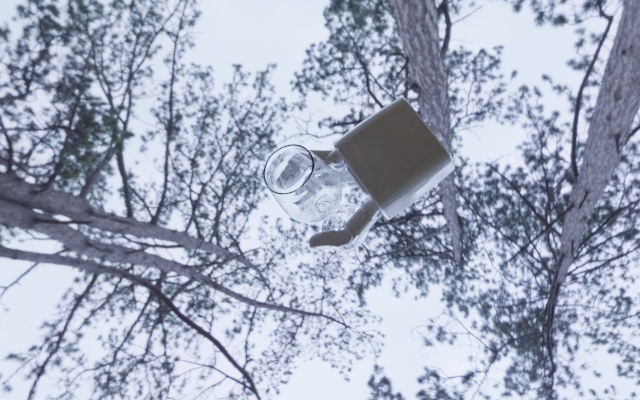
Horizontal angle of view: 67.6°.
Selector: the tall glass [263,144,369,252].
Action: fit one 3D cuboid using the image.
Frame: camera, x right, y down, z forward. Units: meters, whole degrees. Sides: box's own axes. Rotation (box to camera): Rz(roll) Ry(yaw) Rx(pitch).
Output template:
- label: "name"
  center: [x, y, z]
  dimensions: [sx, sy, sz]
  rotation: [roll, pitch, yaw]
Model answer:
- label: "tall glass"
  center: [0.000, 0.002, 0.609]
  dimensions: [0.079, 0.079, 0.201]
  rotation: [0, -22, 23]
